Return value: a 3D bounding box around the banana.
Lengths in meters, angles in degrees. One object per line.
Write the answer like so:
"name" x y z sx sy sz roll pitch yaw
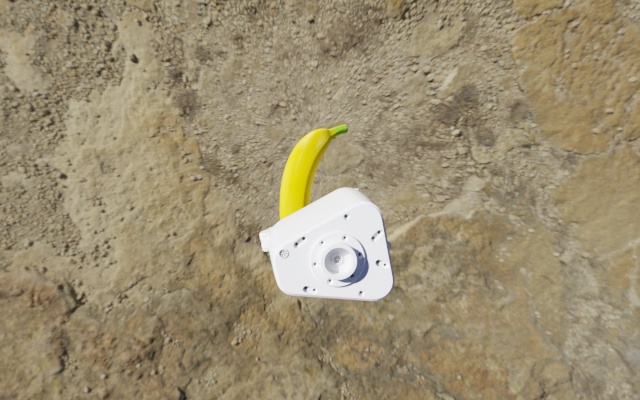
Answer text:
"banana" -0.017 -0.005 0.595 0.069 0.198 0.037 13 3 -11
